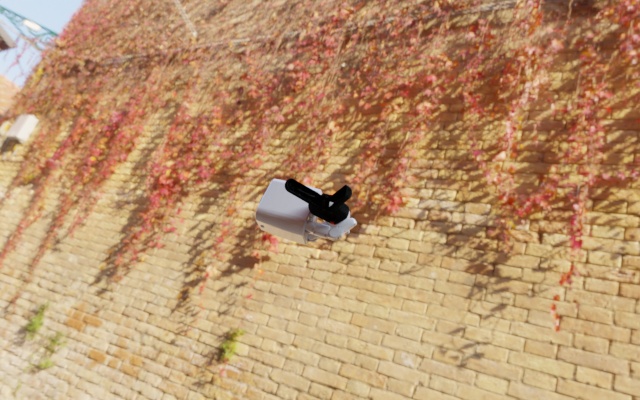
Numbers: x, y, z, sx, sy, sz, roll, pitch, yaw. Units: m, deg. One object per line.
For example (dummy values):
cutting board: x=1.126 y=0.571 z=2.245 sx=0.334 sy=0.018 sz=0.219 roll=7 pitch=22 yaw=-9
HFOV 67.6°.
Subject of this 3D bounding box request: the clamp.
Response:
clamp: x=0.000 y=0.002 z=0.888 sx=0.120 sy=0.039 sz=0.171 roll=16 pitch=-21 yaw=10
